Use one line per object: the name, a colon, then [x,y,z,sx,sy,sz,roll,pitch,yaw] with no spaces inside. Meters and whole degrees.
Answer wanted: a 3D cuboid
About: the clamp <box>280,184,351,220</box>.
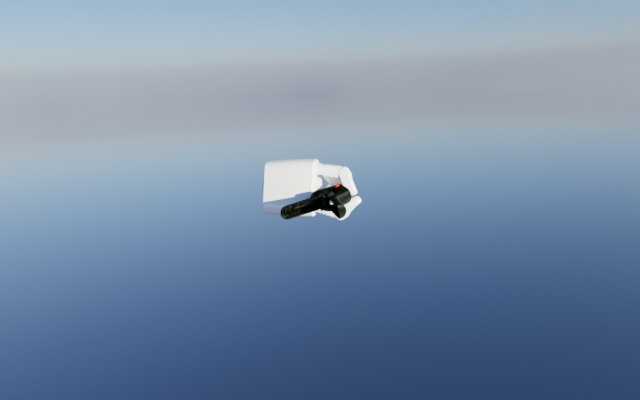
clamp: [0.000,0.002,0.890,0.120,0.039,0.171,2,13,12]
